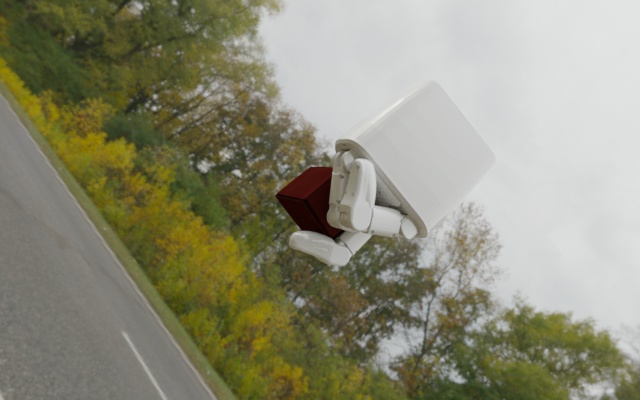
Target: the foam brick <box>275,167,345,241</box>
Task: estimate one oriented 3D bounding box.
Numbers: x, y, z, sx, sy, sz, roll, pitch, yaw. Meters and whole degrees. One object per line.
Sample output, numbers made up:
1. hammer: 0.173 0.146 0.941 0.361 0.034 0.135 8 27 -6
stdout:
1. foam brick: 0.000 0.002 0.482 0.051 0.053 0.078 -41 20 -16
